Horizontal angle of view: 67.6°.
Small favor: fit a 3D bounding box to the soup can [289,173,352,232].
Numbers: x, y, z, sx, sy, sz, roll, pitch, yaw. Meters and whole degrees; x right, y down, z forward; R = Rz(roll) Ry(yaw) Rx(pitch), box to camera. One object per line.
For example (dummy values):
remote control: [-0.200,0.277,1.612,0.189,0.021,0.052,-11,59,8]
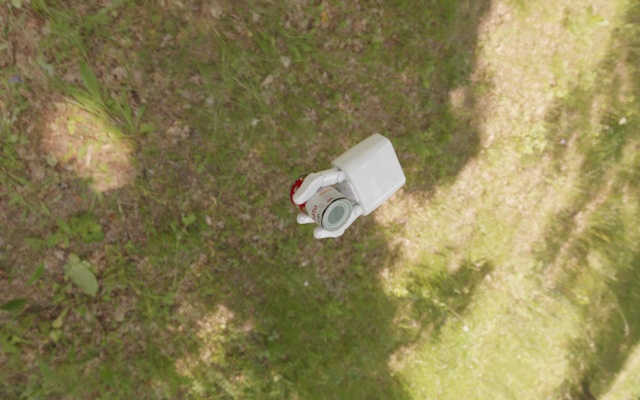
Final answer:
soup can: [0.000,0.003,0.844,0.068,0.068,0.102,0,27,-41]
